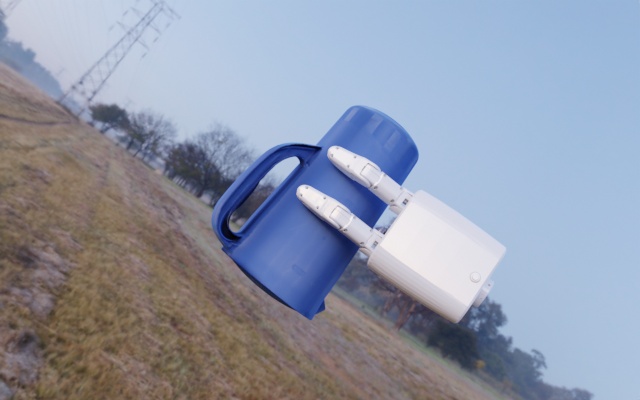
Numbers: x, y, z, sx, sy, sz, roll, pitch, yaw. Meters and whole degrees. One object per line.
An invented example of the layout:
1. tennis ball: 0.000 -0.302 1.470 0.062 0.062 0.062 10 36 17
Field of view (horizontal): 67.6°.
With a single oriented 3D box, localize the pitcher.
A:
1. pitcher: 0.000 0.002 0.563 0.145 0.243 0.149 35 -10 19
